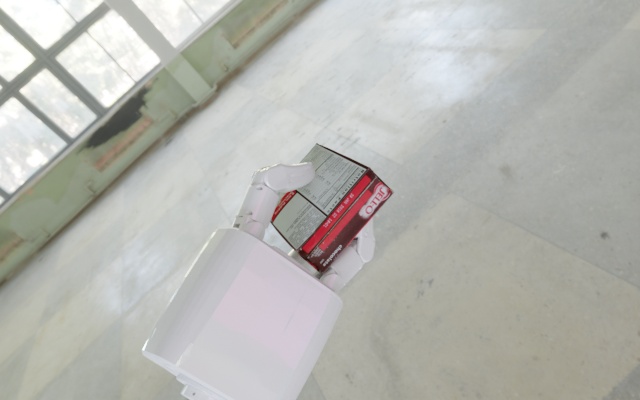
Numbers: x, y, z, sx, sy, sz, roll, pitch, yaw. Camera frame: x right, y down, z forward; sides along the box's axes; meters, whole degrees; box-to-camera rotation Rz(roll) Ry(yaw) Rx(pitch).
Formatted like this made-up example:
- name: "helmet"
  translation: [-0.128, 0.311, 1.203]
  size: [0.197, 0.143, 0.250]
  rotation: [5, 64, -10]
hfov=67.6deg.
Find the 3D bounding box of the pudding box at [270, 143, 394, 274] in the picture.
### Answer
- name: "pudding box"
  translation: [0.000, 0.001, 0.424]
  size: [0.039, 0.090, 0.113]
  rotation: [44, -3, -31]
